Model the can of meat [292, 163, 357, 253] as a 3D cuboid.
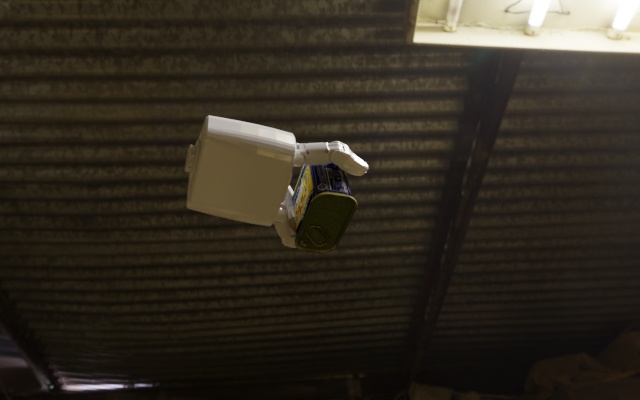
[{"bbox_3d":[0.000,0.002,0.608,0.057,0.102,0.083,8,41,-18],"label":"can of meat"}]
